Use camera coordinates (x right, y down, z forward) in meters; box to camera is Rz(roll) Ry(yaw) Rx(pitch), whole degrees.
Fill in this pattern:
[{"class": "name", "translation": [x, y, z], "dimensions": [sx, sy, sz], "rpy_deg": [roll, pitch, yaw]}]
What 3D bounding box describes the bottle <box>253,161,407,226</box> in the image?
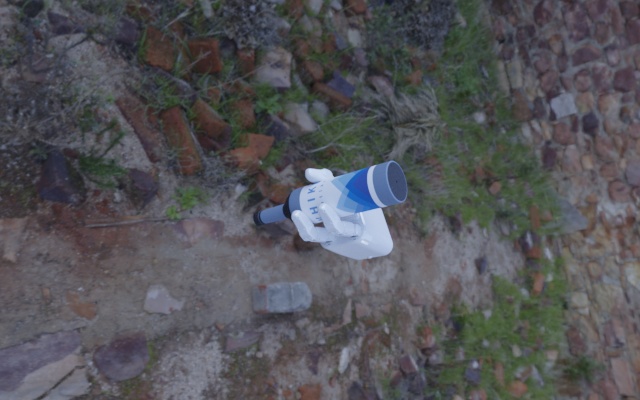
[{"class": "bottle", "translation": [0.000, 0.003, 0.813], "dimensions": [0.296, 0.069, 0.069], "rpy_deg": [-15, -9, 34]}]
